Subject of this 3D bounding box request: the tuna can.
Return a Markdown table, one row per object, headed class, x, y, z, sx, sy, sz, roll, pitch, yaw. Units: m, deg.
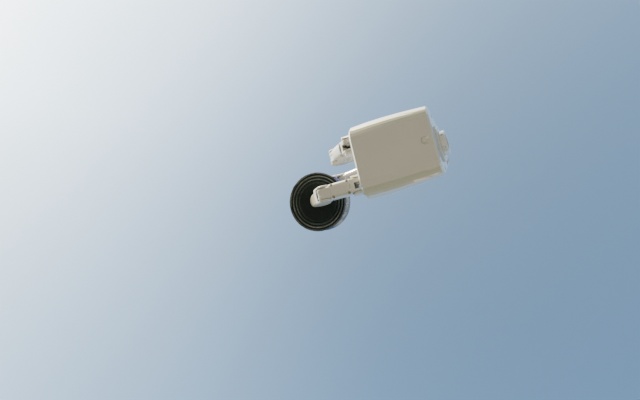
| class | x | y | z | sx | sy | sz | roll | pitch | yaw |
| --- | --- | --- | --- | --- | --- | --- | --- | --- | --- |
| tuna can | 0.000 | 0.002 | 0.707 | 0.086 | 0.086 | 0.034 | 0 | -1 | 19 |
